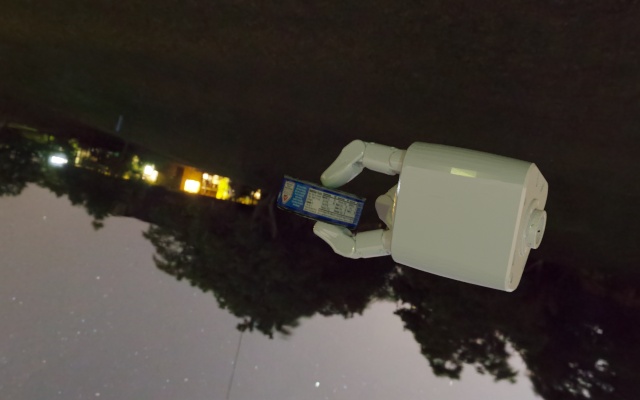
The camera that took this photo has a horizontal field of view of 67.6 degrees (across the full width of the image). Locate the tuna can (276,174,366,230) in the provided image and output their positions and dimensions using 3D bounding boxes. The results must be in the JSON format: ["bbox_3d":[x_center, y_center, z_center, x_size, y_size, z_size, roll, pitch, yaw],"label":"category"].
[{"bbox_3d":[0.000,0.002,0.480,0.086,0.034,0.086,17,1,0],"label":"tuna can"}]
